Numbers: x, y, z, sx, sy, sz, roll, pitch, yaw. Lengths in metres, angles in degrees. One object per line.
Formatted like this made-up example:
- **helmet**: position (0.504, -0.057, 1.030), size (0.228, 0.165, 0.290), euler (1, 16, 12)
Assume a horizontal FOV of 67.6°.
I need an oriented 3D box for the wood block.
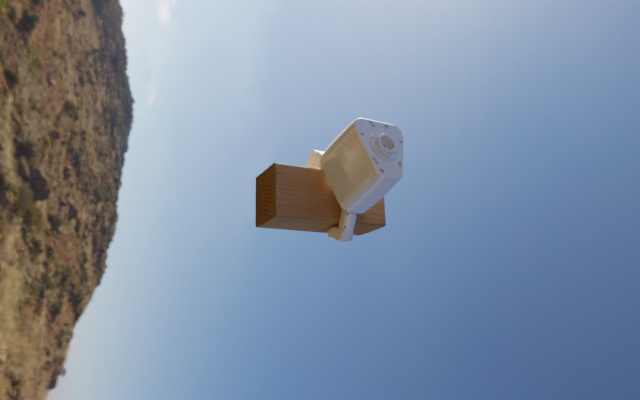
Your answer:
- **wood block**: position (0.000, 0.003, 0.819), size (0.206, 0.090, 0.090), euler (7, -18, -28)
